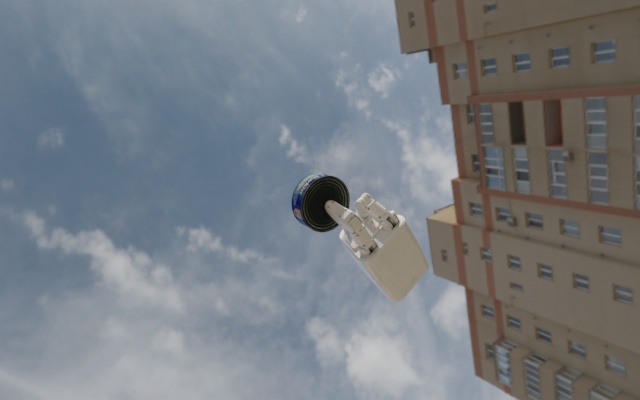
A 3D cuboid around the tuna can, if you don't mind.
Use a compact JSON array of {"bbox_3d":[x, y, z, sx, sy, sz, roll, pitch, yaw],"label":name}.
[{"bbox_3d":[0.000,0.002,0.715,0.086,0.086,0.033,0,12,-34],"label":"tuna can"}]
